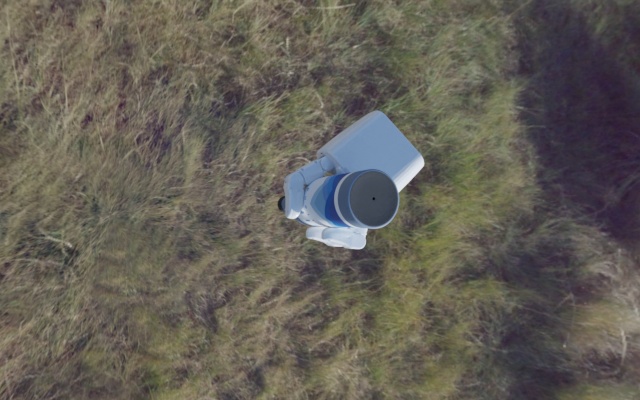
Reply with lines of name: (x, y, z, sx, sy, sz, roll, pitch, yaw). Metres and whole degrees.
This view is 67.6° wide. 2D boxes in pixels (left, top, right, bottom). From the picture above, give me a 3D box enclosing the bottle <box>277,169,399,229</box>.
bottle: (0.000, 0.002, 0.662, 0.069, 0.069, 0.296, 0, -2, -24)
